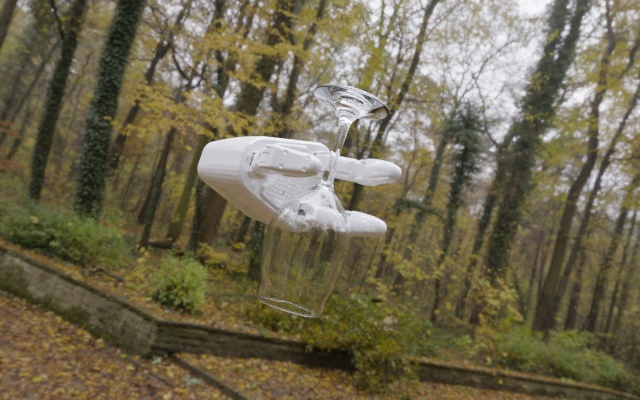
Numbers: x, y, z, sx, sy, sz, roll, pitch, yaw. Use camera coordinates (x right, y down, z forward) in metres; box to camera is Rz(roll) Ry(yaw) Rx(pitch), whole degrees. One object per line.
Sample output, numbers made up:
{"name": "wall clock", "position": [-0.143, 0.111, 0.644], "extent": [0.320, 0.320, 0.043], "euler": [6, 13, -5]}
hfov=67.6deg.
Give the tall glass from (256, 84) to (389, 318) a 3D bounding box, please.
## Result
{"name": "tall glass", "position": [0.000, 0.001, 0.440], "extent": [0.079, 0.201, 0.079], "euler": [17, -7, 2]}
